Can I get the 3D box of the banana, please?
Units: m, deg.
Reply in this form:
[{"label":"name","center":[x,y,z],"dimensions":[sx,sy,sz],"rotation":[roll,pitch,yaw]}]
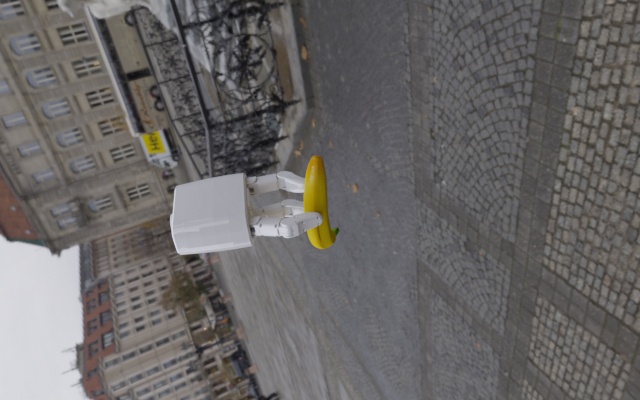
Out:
[{"label":"banana","center":[-0.002,0.019,0.715],"dimensions":[0.037,0.069,0.198],"rotation":[2,-35,10]}]
